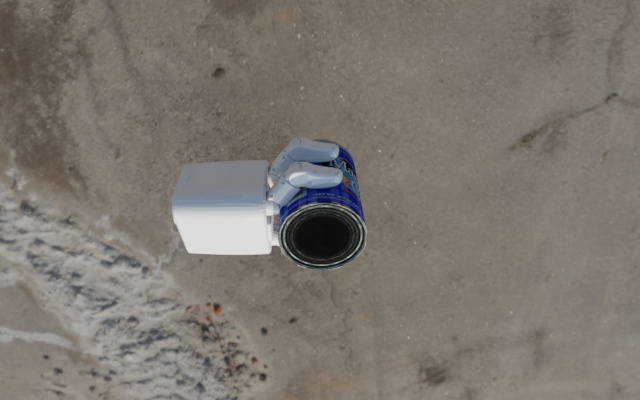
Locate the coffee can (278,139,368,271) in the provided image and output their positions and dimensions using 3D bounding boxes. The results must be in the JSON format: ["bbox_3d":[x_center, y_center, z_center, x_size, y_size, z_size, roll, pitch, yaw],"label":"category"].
[{"bbox_3d":[0.000,0.002,0.598,0.103,0.103,0.140,0,36,-3],"label":"coffee can"}]
